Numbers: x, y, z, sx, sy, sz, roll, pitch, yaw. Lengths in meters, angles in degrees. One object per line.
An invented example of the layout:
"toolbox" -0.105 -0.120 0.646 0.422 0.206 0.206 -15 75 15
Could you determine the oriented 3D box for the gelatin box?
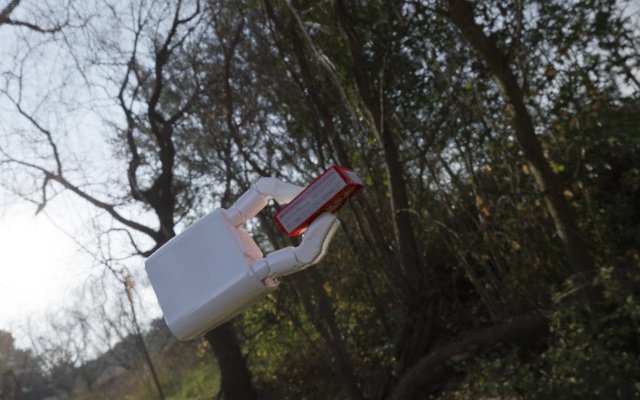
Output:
"gelatin box" 0.000 0.001 0.520 0.089 0.030 0.073 -41 -12 13
